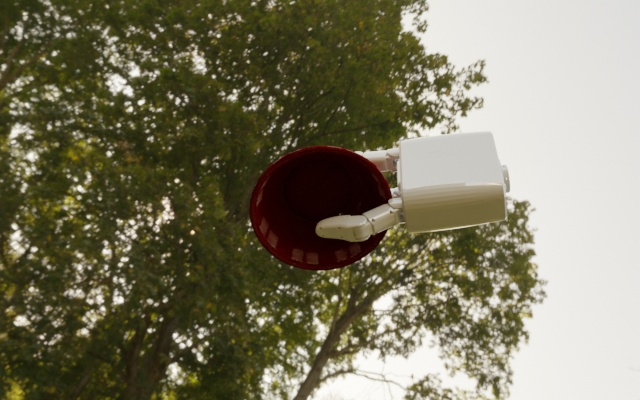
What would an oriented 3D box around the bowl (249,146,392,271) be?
[{"bbox_3d":[-0.001,0.002,0.556,0.162,0.162,0.055,0,29,-4],"label":"bowl"}]
